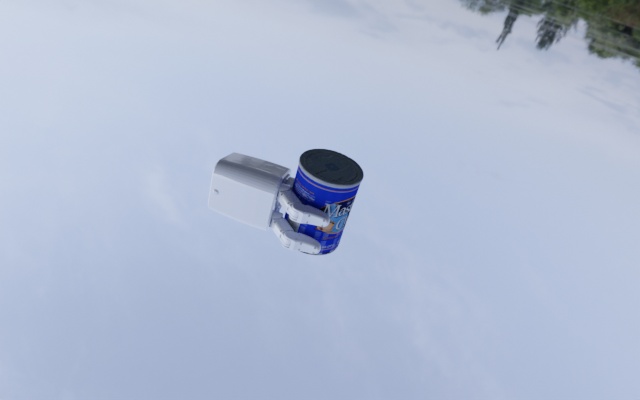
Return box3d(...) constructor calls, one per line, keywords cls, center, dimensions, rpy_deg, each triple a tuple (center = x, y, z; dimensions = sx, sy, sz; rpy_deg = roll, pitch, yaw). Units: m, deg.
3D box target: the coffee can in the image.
box3d(cls="coffee can", center=(0.000, 0.002, 0.769), dimensions=(0.103, 0.140, 0.102), rpy_deg=(12, 33, -8))
